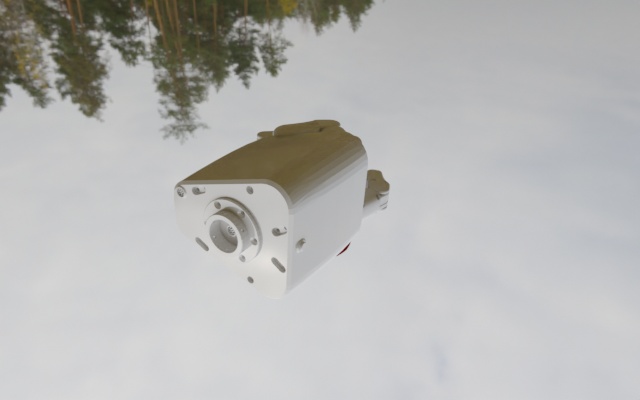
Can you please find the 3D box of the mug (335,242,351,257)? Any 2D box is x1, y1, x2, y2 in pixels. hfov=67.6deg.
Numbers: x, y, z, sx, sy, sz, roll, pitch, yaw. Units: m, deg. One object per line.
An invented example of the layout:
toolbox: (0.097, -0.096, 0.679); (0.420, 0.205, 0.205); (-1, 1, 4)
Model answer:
mug: (0.001, 0.001, 0.490); (0.093, 0.081, 0.117); (18, 30, 26)
